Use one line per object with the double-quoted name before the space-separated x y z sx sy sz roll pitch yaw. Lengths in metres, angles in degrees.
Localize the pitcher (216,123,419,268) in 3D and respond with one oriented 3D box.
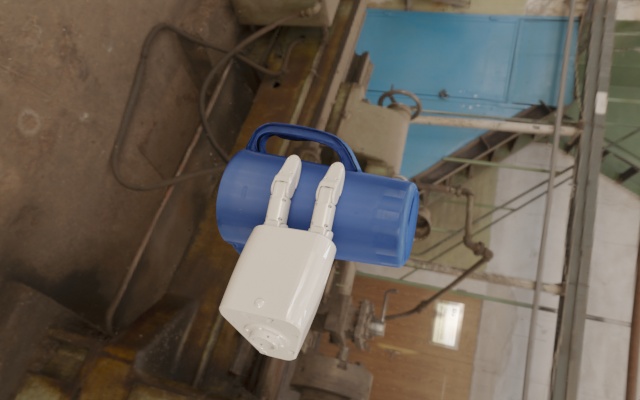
"pitcher" 0.000 0.002 0.620 0.243 0.145 0.149 9 -41 17
